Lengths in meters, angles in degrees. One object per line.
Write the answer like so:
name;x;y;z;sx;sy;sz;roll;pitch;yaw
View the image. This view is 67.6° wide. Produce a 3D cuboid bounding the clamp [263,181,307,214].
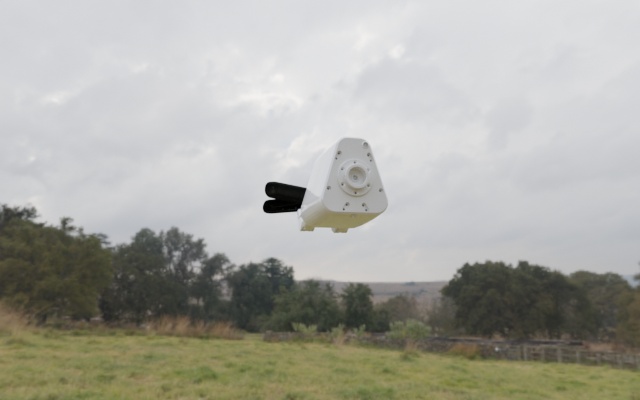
clamp;0.001;0.002;0.803;0.210;0.036;0.164;4;-11;-14
